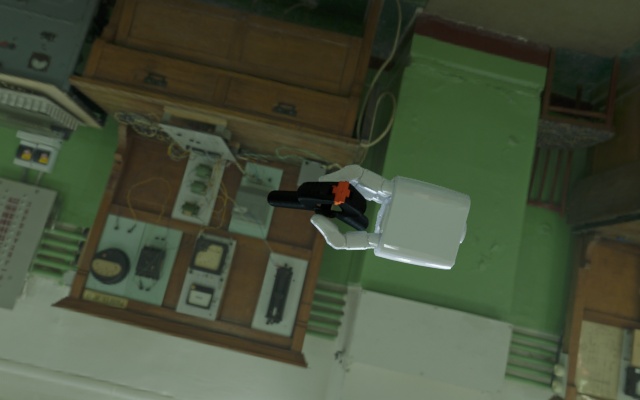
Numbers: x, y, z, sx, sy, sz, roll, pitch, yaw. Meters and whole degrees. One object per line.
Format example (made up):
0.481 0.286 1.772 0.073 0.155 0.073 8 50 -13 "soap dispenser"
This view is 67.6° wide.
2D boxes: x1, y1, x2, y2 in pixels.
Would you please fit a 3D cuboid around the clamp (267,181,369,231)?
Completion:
0.000 0.003 0.668 0.164 0.036 0.210 14 -10 0 "clamp"
